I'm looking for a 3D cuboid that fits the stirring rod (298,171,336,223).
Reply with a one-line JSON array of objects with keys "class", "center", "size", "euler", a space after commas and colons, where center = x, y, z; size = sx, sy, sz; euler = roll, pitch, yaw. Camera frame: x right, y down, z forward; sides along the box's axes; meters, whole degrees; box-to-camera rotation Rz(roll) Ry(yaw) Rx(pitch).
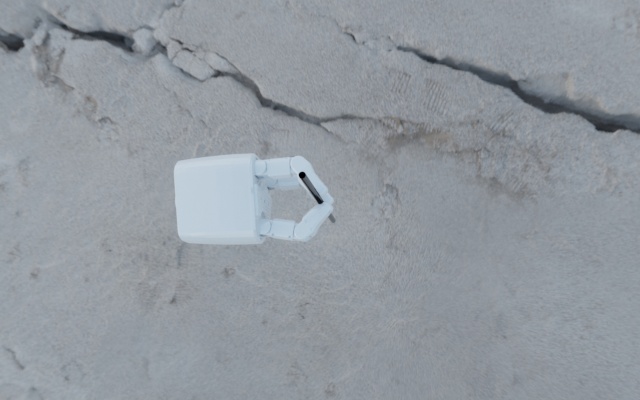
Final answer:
[{"class": "stirring rod", "center": [0.000, 0.002, 0.608], "size": [0.011, 0.011, 0.239], "euler": [0, -14, 9]}]
